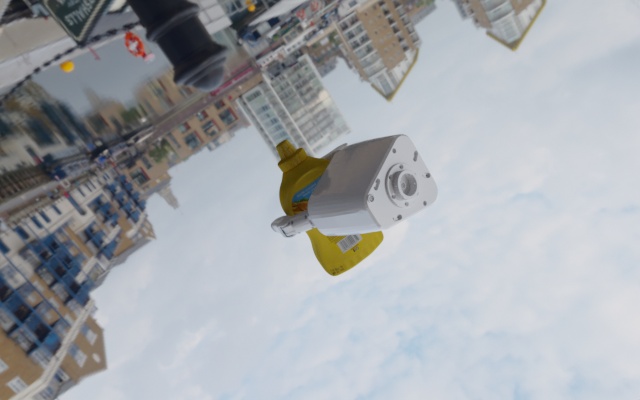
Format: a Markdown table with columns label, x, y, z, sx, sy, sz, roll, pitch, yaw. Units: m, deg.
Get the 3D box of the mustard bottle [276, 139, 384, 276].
| label | x | y | z | sx | sy | sz | roll | pitch | yaw |
| --- | --- | --- | --- | --- | --- | --- | --- | --- | --- |
| mustard bottle | 0.000 | 0.002 | 0.644 | 0.096 | 0.192 | 0.058 | -36 | 16 | -7 |
